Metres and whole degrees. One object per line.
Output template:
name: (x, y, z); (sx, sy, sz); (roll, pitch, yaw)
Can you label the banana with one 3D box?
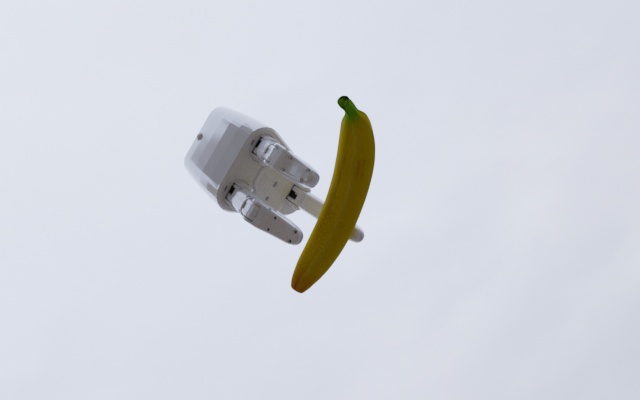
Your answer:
banana: (0.015, -0.003, 0.455); (0.069, 0.198, 0.037); (-7, 29, -40)
